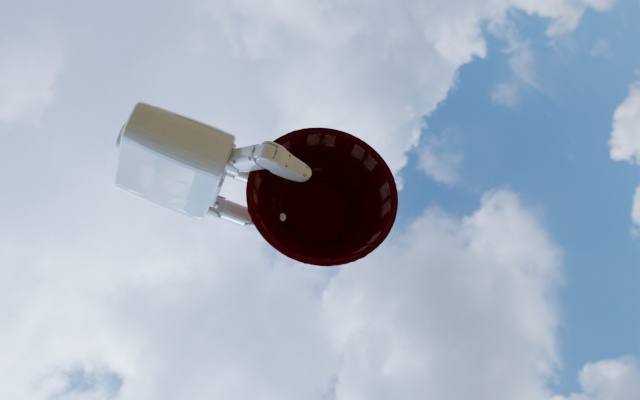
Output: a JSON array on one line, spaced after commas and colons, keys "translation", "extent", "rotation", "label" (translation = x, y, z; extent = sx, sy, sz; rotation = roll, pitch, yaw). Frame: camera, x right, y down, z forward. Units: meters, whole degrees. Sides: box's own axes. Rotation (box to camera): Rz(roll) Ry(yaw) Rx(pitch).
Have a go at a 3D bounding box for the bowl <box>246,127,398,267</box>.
[{"translation": [0.001, 0.003, 0.524], "extent": [0.162, 0.162, 0.055], "rotation": [0, -25, -7], "label": "bowl"}]
